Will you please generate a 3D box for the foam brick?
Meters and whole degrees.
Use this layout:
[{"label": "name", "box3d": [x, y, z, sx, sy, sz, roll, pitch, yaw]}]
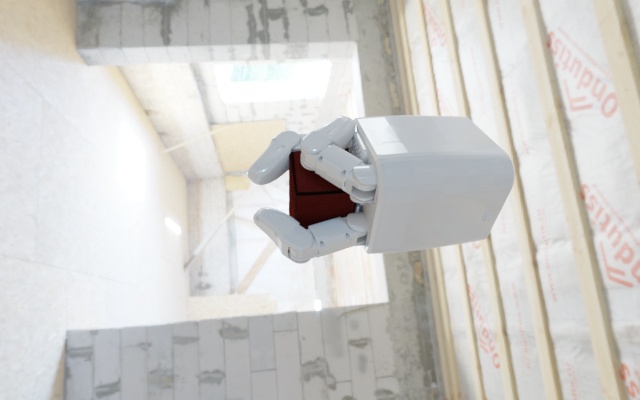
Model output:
[{"label": "foam brick", "box3d": [0.000, 0.001, 0.414, 0.051, 0.053, 0.078, -4, -41, -8]}]
